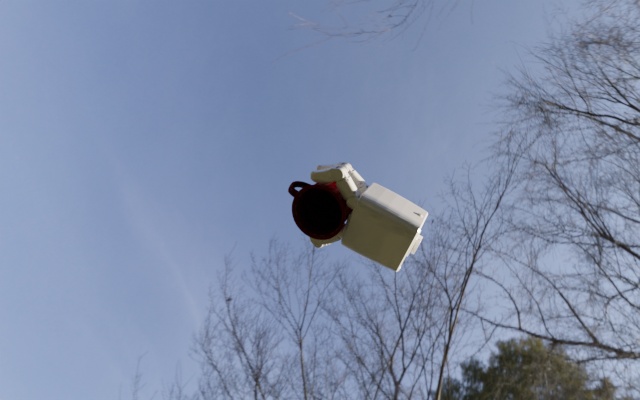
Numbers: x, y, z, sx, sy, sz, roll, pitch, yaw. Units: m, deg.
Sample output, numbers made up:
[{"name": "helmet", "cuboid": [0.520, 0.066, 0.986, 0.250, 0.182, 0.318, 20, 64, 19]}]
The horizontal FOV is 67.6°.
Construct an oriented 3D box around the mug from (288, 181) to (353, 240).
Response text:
[{"name": "mug", "cuboid": [-0.001, 0.002, 0.800, 0.117, 0.093, 0.081, 29, 25, 11]}]
